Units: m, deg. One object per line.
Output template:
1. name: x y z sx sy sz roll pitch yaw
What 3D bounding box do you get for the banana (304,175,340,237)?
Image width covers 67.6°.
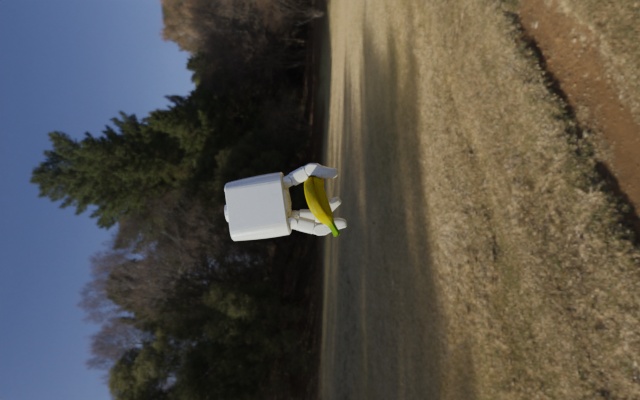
1. banana: -0.006 -0.010 0.864 0.037 0.070 0.197 -21 31 4
